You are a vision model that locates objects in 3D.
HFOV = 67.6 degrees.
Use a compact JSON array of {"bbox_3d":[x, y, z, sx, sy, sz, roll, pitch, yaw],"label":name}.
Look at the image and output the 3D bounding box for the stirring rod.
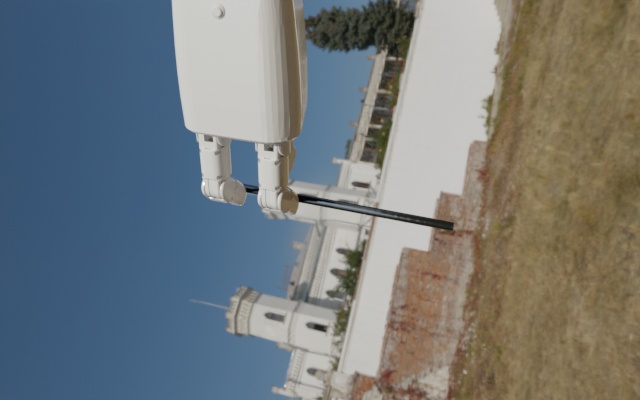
[{"bbox_3d":[0.000,0.001,0.442,0.239,0.011,0.011,10,3,17],"label":"stirring rod"}]
